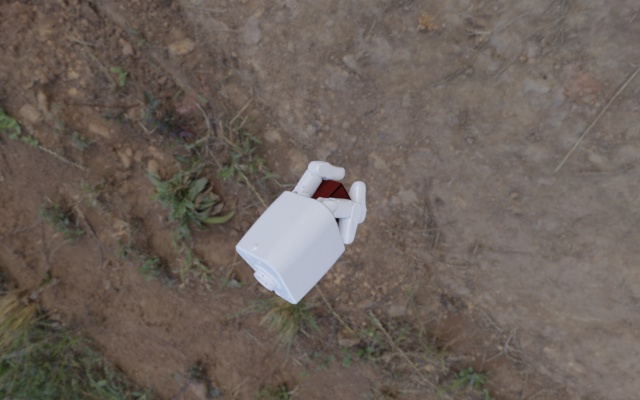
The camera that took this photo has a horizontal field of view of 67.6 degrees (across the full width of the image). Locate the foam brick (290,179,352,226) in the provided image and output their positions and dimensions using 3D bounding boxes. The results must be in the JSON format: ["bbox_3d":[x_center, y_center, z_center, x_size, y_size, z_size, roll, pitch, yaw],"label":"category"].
[{"bbox_3d":[0.000,0.002,0.690,0.078,0.053,0.051,18,58,47],"label":"foam brick"}]
